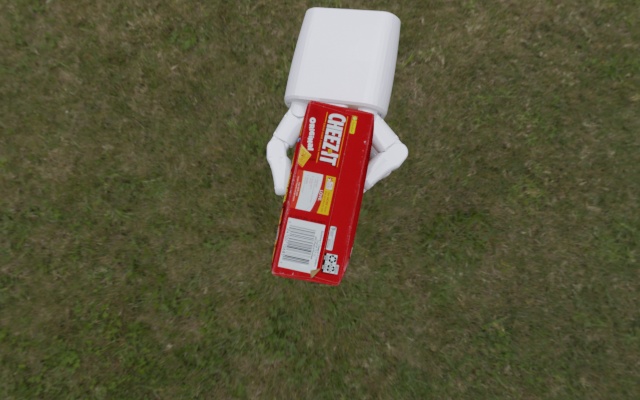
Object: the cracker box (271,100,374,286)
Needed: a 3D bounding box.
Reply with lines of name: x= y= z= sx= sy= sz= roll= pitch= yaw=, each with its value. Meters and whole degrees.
cracker box: x=0.000 y=0.002 z=0.532 sx=0.072 sy=0.164 sz=0.214 roll=12 pitch=-5 yaw=-1
